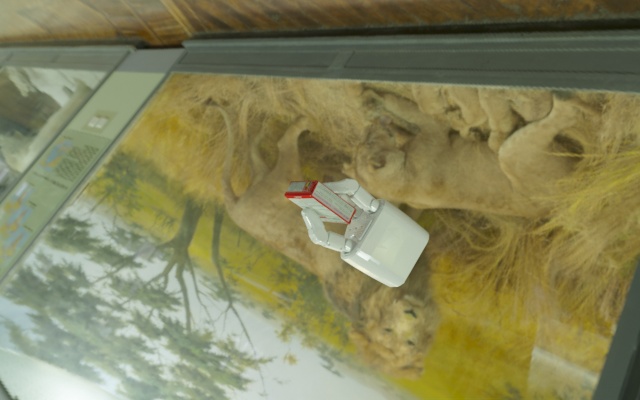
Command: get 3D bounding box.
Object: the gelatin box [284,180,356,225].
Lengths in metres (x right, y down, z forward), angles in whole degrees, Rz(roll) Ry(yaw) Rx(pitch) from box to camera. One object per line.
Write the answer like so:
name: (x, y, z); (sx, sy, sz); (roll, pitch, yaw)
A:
gelatin box: (0.000, 0.003, 0.736); (0.089, 0.030, 0.073); (35, -19, -31)
